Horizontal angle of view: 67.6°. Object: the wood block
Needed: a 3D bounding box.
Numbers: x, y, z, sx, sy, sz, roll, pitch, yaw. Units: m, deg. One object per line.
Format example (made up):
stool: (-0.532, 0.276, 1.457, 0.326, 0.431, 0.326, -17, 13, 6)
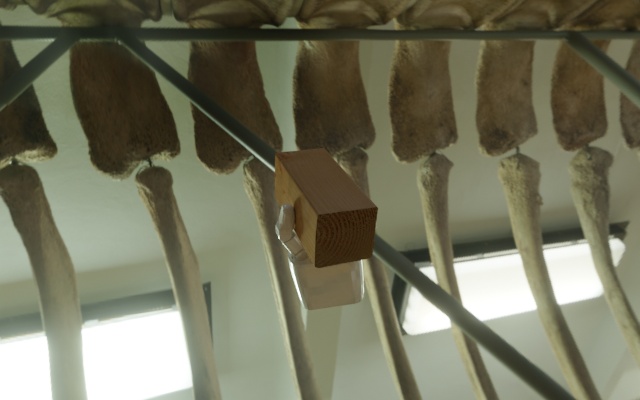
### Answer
wood block: (0.000, 0.003, 0.738, 0.091, 0.090, 0.206, -8, 31, -19)
